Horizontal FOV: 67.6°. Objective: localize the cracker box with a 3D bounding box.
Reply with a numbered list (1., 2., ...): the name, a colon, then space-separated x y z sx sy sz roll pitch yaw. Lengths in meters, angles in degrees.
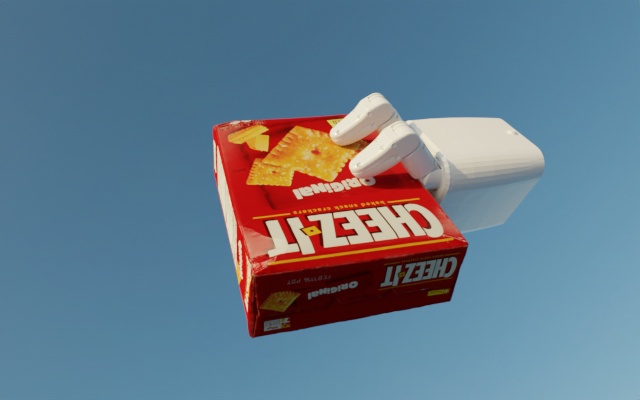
1. cracker box: 0.000 0.001 0.419 0.164 0.072 0.213 -7 37 -16
